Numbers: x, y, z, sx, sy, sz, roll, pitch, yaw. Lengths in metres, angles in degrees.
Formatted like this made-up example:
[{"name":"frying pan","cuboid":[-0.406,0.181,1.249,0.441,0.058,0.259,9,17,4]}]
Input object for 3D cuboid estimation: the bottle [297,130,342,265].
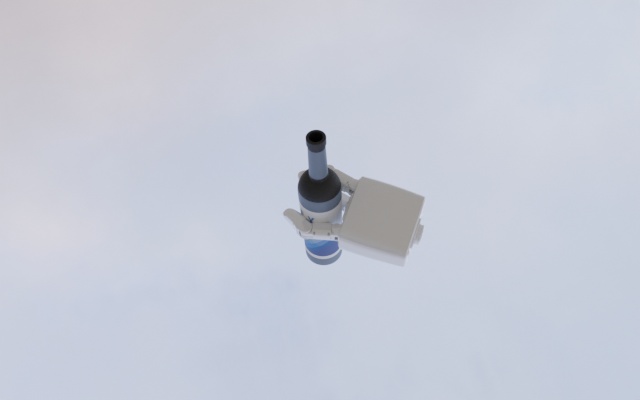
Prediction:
[{"name":"bottle","cuboid":[0.000,0.003,0.745,0.069,0.069,0.296,0,-36,3]}]
